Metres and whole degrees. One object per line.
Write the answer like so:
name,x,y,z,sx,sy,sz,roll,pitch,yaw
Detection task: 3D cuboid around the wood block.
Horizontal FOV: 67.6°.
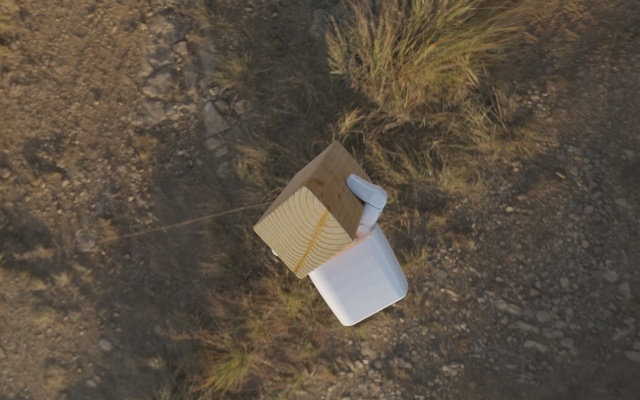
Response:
wood block,0.001,0.002,0.651,0.091,0.090,0.206,-38,10,23
